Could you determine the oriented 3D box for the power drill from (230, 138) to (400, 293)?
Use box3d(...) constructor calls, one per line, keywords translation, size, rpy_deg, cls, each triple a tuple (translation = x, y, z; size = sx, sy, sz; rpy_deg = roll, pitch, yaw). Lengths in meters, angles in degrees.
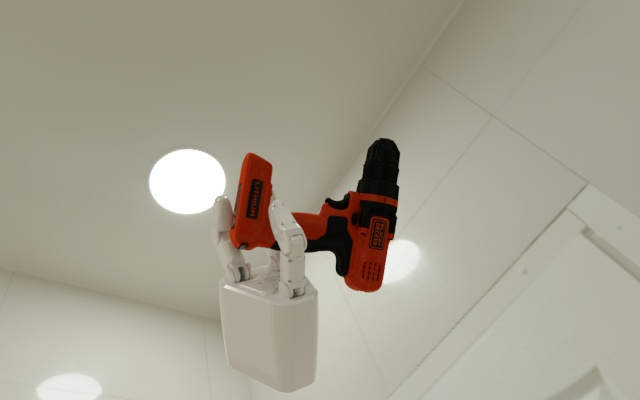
box3d(translation=(0.000, 0.002, 0.544), size=(0.187, 0.184, 0.057), rpy_deg=(12, -10, -14), cls="power drill")
